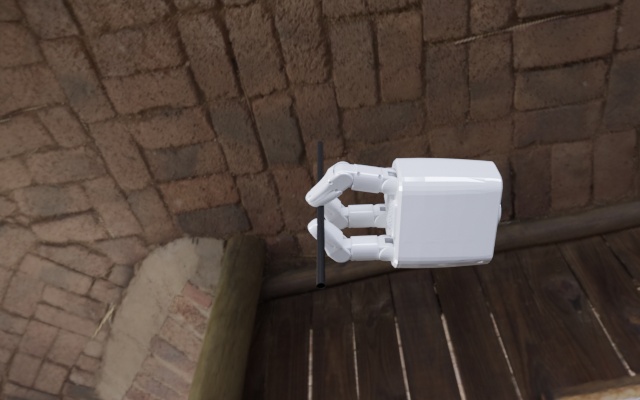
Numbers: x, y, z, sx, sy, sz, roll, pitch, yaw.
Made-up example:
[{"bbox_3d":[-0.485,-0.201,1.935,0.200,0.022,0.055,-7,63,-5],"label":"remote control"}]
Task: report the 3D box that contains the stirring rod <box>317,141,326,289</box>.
[{"bbox_3d":[0.000,0.002,0.519,0.011,0.011,0.239,0,38,0],"label":"stirring rod"}]
